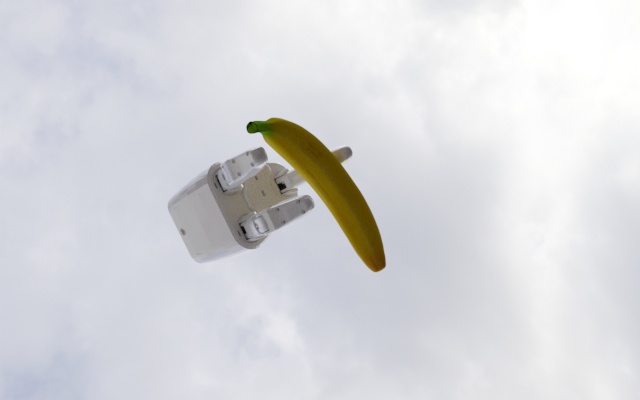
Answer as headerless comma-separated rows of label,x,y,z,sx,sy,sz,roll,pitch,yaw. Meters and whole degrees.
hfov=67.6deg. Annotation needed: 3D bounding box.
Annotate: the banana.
banana,0.004,-0.013,0.465,0.037,0.198,0.069,-25,27,39
